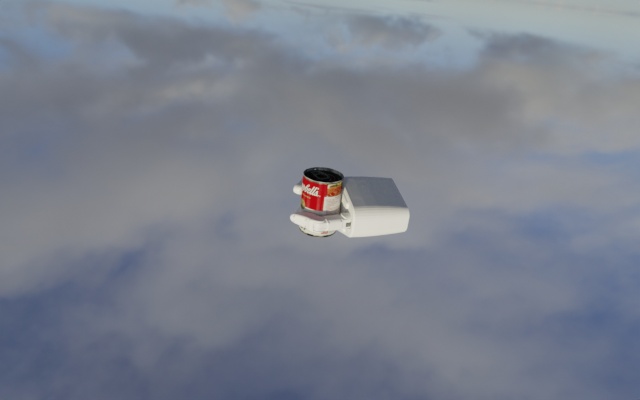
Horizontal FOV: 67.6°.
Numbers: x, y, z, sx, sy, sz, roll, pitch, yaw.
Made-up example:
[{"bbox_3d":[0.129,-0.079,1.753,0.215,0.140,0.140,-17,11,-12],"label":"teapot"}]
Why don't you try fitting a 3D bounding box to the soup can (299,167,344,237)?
[{"bbox_3d":[0.000,0.003,0.809,0.068,0.102,0.068,5,25,-2],"label":"soup can"}]
